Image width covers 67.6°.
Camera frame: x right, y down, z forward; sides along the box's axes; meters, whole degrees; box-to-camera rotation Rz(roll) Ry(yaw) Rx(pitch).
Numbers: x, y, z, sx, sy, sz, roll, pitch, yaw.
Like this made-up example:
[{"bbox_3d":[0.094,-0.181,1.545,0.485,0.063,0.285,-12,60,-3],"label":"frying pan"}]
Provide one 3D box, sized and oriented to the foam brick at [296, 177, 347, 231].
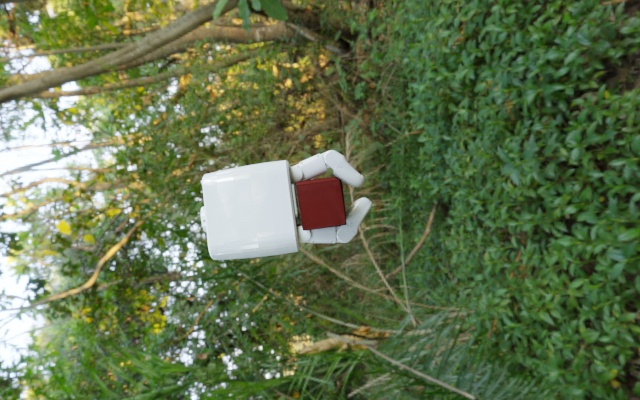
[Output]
[{"bbox_3d":[0.000,0.002,0.562,0.051,0.053,0.078,-7,5,-1],"label":"foam brick"}]
